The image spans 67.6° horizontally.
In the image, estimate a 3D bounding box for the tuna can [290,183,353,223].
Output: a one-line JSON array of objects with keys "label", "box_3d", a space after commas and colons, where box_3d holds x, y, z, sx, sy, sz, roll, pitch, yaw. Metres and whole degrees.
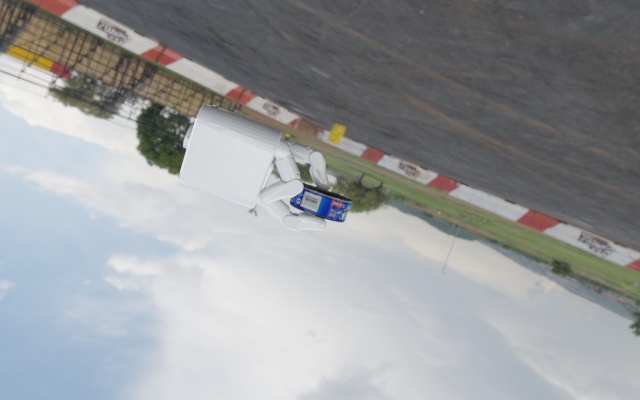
[{"label": "tuna can", "box_3d": [0.000, 0.003, 0.681, 0.086, 0.034, 0.086, 18, 5, -2]}]
